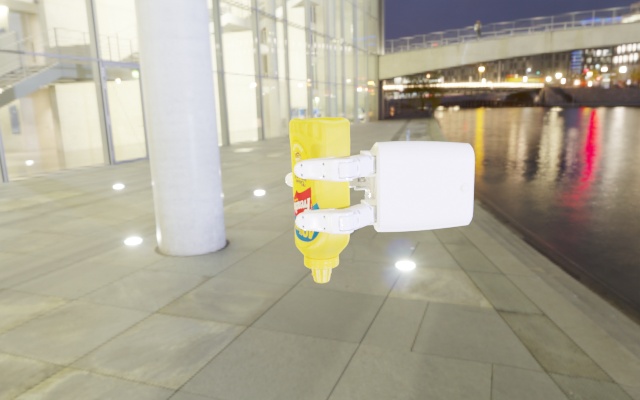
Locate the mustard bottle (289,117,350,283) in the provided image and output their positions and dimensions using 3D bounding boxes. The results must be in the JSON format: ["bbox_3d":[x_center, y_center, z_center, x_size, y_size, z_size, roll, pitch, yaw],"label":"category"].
[{"bbox_3d":[0.000,0.002,0.551,0.058,0.192,0.096,-7,13,-26],"label":"mustard bottle"}]
